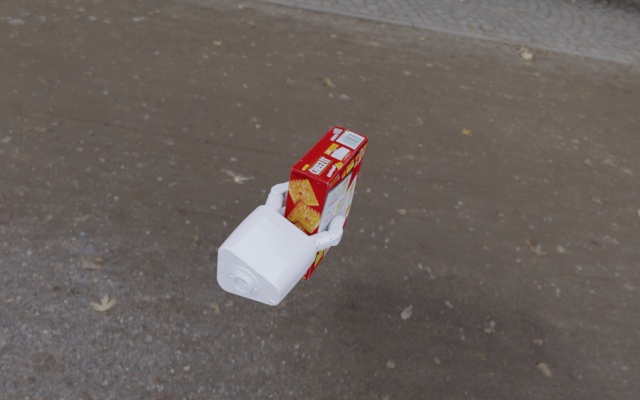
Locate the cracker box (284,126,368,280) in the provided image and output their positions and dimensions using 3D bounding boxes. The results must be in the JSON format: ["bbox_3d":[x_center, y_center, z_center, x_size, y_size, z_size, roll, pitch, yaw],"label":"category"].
[{"bbox_3d":[0.000,0.003,0.813,0.072,0.214,0.164,24,41,14],"label":"cracker box"}]
